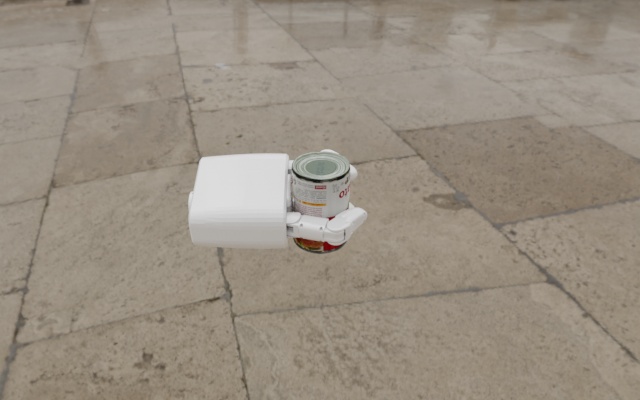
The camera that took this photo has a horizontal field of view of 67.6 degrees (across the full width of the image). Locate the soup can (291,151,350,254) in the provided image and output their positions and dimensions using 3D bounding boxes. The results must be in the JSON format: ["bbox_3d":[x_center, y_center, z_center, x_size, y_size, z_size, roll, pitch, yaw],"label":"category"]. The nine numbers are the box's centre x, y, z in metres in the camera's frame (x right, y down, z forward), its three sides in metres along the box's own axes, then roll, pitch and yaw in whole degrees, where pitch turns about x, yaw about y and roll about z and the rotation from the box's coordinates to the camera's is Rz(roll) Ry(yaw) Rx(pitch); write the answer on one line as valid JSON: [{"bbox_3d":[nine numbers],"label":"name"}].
[{"bbox_3d":[0.001,0.002,0.559,0.068,0.102,0.068,0,34,0],"label":"soup can"}]
